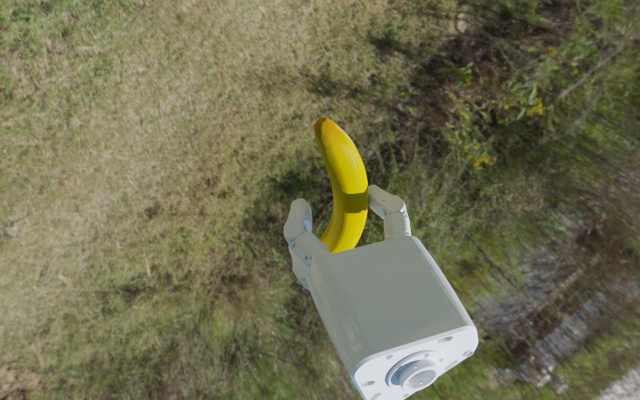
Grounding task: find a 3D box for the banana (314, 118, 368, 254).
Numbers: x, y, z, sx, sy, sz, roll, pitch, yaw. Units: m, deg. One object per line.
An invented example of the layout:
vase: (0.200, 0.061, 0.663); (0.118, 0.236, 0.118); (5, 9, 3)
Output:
banana: (0.018, 0.004, 0.505); (0.069, 0.198, 0.037); (-2, 39, -15)
